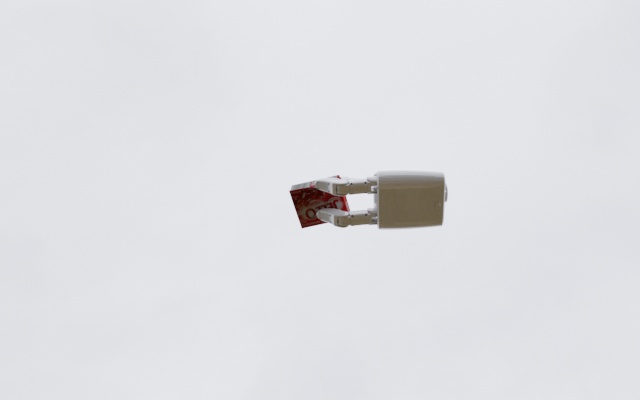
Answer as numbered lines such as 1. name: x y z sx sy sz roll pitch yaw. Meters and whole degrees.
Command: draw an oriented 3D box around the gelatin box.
1. gelatin box: 0.000 0.003 0.810 0.089 0.073 0.030 -12 22 14
